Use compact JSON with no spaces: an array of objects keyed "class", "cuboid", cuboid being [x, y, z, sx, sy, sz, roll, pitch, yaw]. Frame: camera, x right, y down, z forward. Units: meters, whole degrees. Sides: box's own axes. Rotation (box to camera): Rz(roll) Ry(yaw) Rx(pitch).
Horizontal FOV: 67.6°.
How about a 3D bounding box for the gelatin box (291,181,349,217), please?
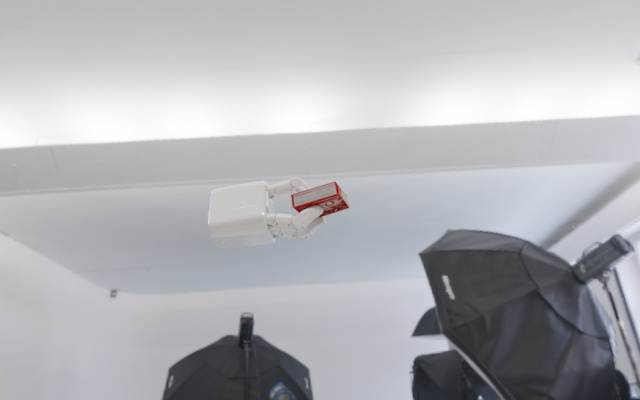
[{"class":"gelatin box","cuboid":[0.000,0.002,0.876,0.089,0.030,0.073,-17,-26,13]}]
